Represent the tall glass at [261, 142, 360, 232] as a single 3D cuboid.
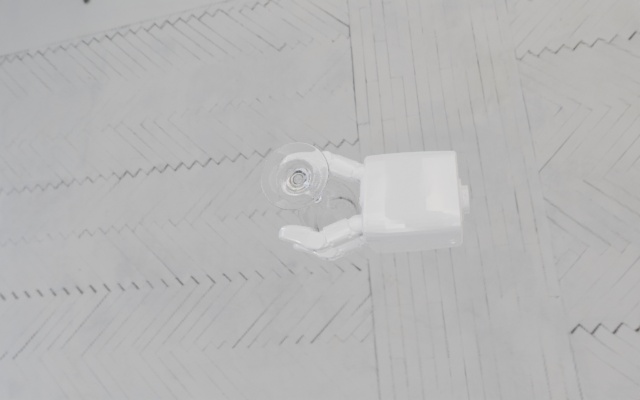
[{"bbox_3d":[0.000,0.002,0.581,0.079,0.079,0.201,0,-16,16],"label":"tall glass"}]
